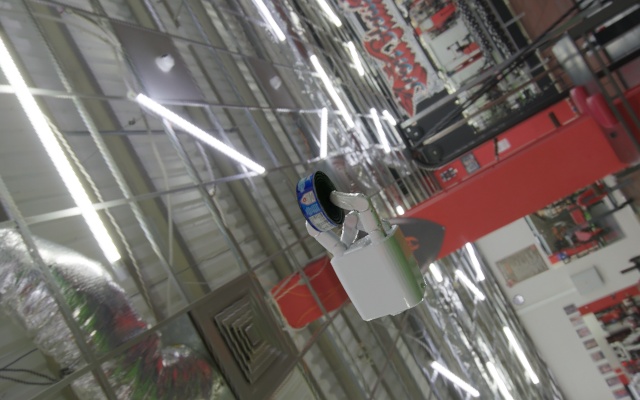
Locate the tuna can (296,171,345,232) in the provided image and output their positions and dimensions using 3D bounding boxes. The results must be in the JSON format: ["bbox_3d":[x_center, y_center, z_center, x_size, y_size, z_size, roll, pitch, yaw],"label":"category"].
[{"bbox_3d":[0.000,0.002,0.698,0.034,0.086,0.086,-24,-9,21],"label":"tuna can"}]
